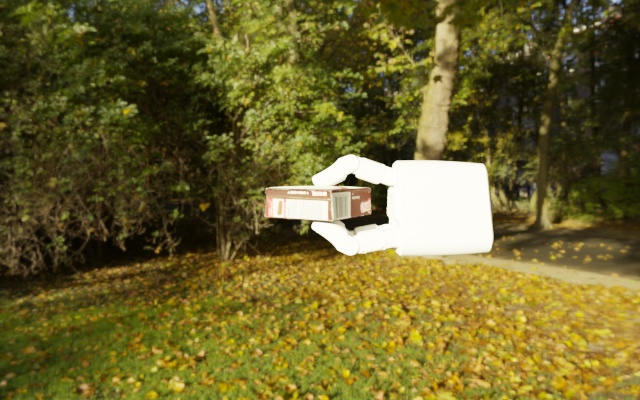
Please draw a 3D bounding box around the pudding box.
[{"bbox_3d":[0.000,0.002,0.580,0.090,0.039,0.113,1,2,28],"label":"pudding box"}]
